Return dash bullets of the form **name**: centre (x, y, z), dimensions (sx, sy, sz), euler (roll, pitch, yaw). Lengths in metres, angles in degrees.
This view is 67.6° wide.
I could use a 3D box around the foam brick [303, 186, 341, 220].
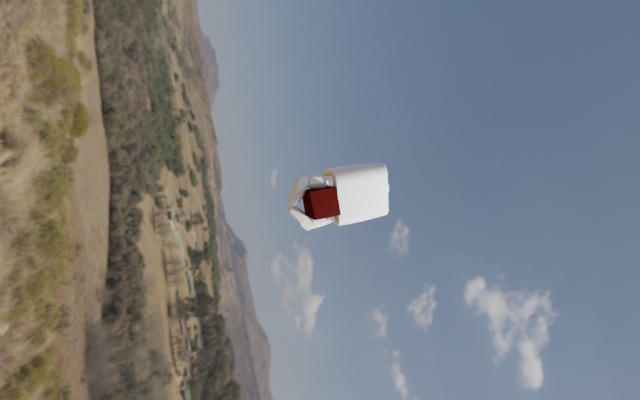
- **foam brick**: centre (0.000, 0.003, 0.875), dimensions (0.051, 0.053, 0.078), euler (-10, 6, -12)
